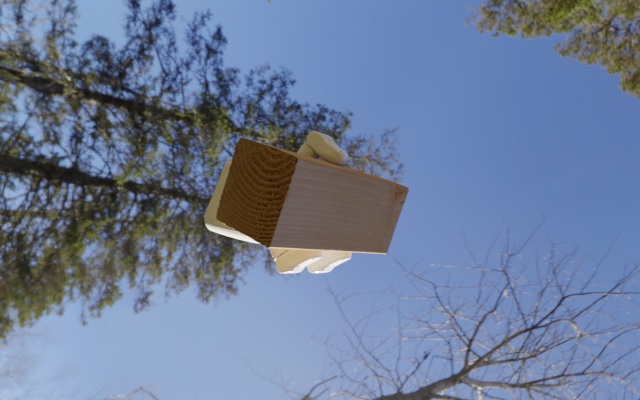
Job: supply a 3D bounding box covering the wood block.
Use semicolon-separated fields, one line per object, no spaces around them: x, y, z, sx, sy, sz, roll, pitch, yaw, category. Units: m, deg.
0.000;0.001;0.538;0.090;0.091;0.206;22;8;39;wood block
